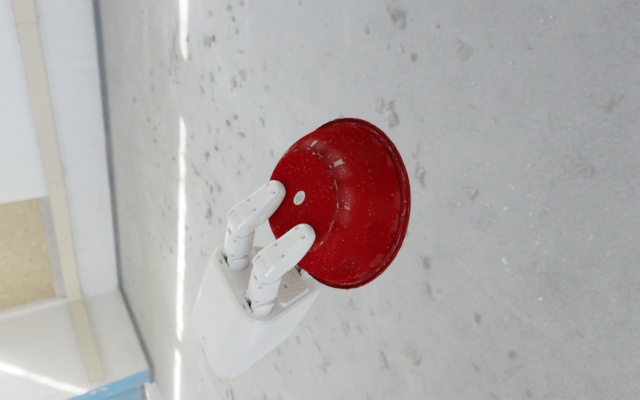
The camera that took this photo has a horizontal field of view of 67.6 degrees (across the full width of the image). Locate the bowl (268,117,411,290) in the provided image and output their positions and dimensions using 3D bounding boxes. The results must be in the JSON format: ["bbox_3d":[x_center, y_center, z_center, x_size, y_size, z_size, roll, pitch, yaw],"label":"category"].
[{"bbox_3d":[0.000,0.000,0.433,0.162,0.162,0.055,0,-2,44],"label":"bowl"}]
